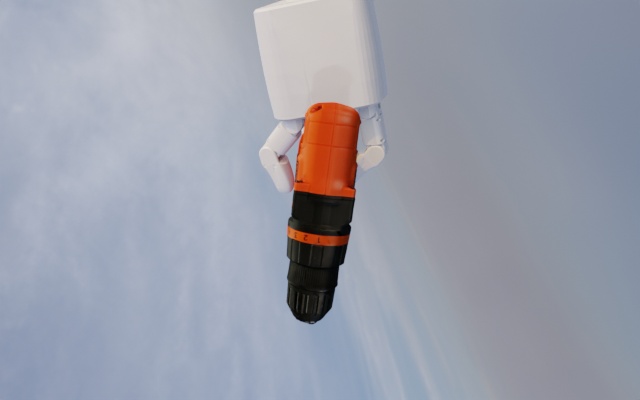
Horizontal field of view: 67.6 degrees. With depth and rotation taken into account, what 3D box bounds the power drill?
[{"bbox_3d":[0.000,0.001,0.459,0.057,0.184,0.187,8,10,-4],"label":"power drill"}]
